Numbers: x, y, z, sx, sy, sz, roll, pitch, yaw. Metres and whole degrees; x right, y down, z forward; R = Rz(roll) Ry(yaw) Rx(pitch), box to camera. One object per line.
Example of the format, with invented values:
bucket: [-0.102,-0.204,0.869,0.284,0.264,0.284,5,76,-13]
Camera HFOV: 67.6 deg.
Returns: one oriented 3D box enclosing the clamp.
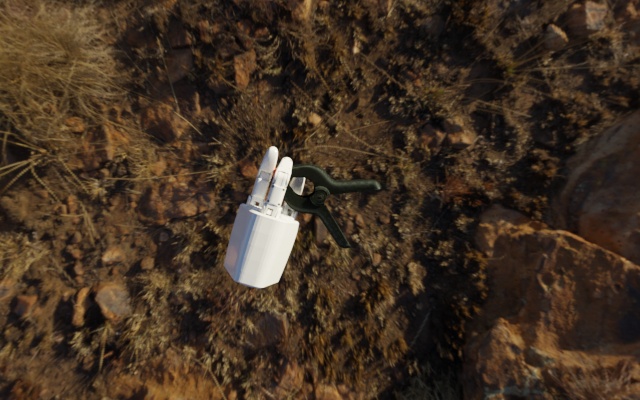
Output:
clamp: [0.000,0.002,0.755,0.171,0.120,0.039,18,1,-5]
